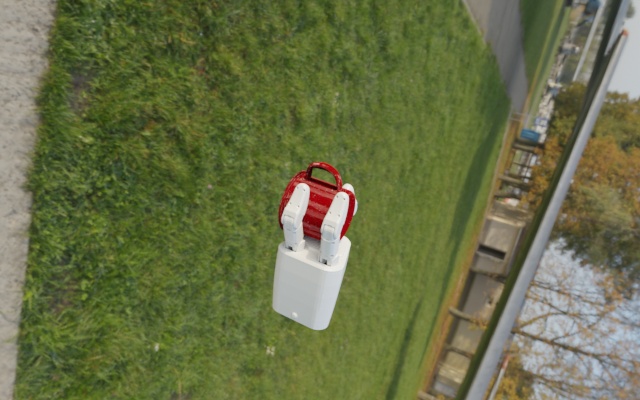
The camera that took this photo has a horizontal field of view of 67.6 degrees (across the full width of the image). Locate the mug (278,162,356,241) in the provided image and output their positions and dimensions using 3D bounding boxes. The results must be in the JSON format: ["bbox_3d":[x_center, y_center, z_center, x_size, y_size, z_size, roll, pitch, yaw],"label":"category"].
[{"bbox_3d":[0.001,0.001,0.679,0.081,0.117,0.093,20,25,21],"label":"mug"}]
